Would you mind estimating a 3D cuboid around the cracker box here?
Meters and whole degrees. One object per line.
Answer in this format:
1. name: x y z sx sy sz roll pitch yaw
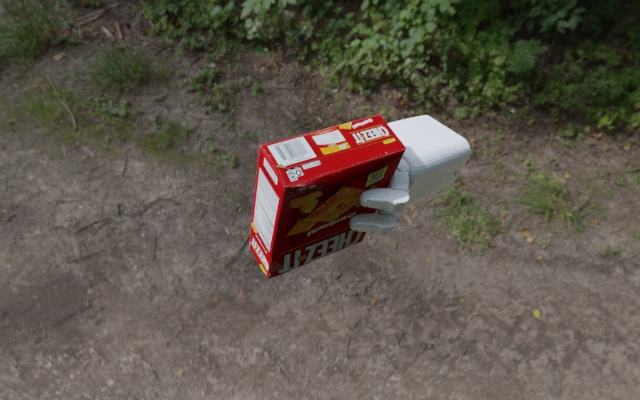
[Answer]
1. cracker box: 0.000 0.002 0.622 0.164 0.072 0.214 -19 -31 -24
